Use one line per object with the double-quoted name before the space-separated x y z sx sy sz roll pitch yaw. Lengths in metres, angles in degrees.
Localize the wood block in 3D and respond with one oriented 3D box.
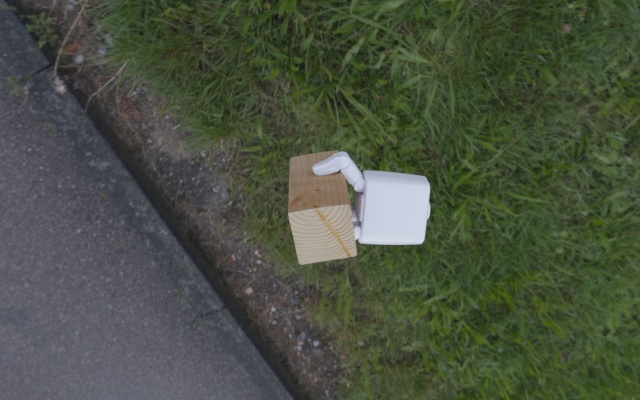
"wood block" 0.000 0.002 0.772 0.090 0.091 0.206 -9 27 2
